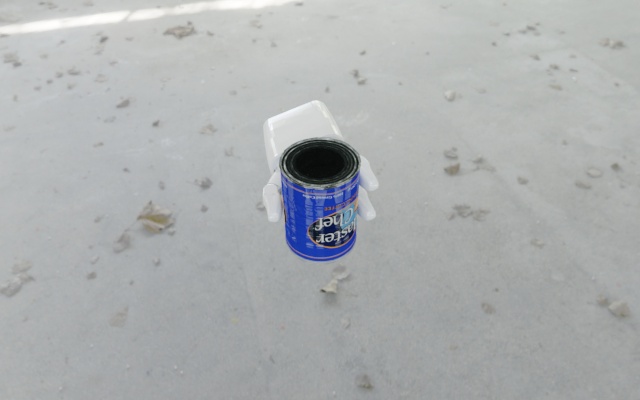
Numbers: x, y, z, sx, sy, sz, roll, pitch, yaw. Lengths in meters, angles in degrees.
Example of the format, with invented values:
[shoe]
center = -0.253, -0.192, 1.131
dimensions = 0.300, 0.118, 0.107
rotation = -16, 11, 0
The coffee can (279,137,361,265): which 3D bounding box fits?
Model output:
[coffee can]
center = 0.000, 0.002, 0.638
dimensions = 0.103, 0.140, 0.102
rotation = 0, 43, 0
